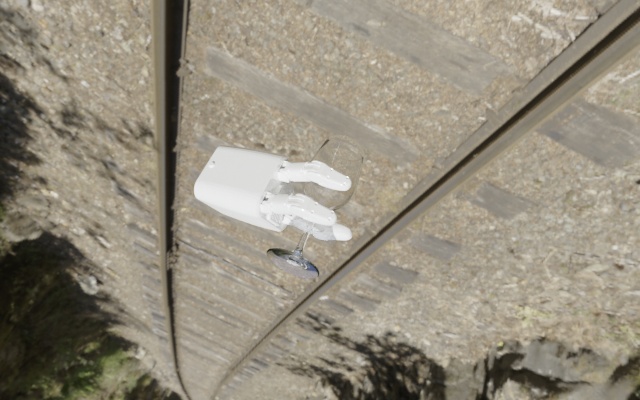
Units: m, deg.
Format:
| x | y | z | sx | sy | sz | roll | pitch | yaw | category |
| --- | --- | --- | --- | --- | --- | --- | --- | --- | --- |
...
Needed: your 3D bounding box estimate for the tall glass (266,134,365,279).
| x | y | z | sx | sy | sz | roll | pitch | yaw | category |
| --- | --- | --- | --- | --- | --- | --- | --- | --- | --- |
| 0.000 | 0.003 | 0.661 | 0.079 | 0.201 | 0.079 | 19 | -28 | 11 | tall glass |
